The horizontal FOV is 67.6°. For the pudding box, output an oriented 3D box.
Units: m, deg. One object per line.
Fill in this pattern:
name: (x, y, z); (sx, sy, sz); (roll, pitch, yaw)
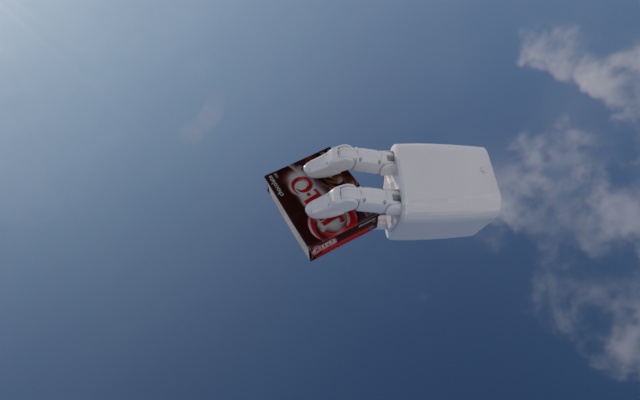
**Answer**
pudding box: (0.000, 0.002, 0.549); (0.090, 0.113, 0.039); (-25, -33, -16)
